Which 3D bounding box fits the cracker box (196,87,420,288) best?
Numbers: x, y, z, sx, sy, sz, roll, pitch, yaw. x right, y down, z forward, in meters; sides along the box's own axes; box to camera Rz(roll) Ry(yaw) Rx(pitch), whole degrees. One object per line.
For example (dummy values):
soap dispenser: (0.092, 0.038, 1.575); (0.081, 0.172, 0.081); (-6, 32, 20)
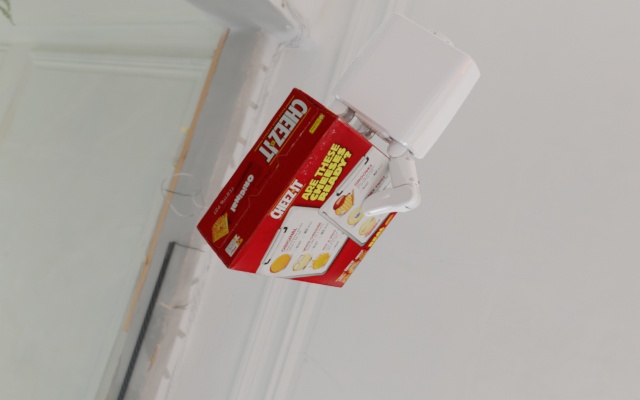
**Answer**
cracker box: (0.000, 0.002, 0.506); (0.072, 0.164, 0.214); (41, 9, 32)
